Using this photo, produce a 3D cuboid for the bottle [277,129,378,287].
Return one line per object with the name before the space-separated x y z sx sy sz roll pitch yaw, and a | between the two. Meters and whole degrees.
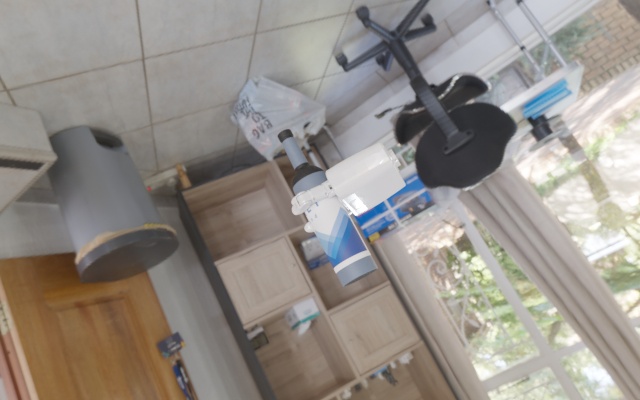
bottle | 0.000 0.003 0.832 0.069 0.295 0.069 -26 -15 -8
